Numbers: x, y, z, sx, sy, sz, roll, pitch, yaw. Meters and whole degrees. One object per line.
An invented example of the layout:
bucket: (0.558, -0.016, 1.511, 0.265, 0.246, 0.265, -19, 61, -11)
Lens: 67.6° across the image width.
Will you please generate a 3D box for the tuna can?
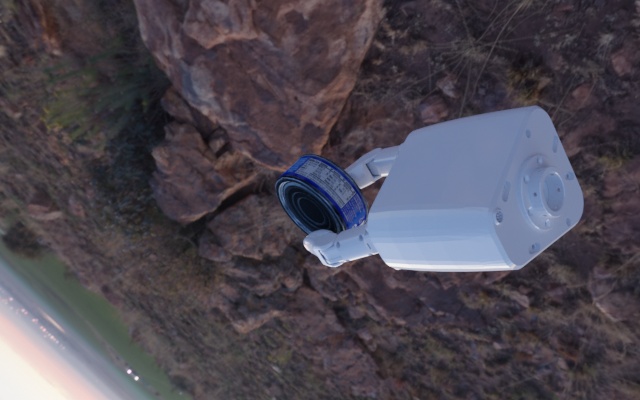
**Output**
tuna can: (0.000, 0.002, 0.435, 0.033, 0.086, 0.086, -45, 24, -27)
